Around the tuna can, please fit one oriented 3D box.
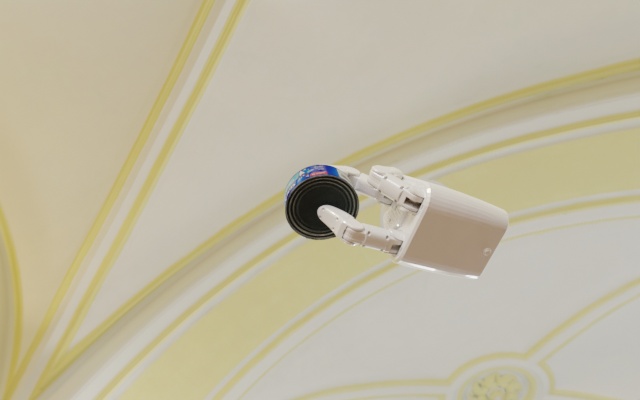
[{"bbox_3d":[0.000,0.002,0.558,0.086,0.086,0.033,0,29,-9],"label":"tuna can"}]
